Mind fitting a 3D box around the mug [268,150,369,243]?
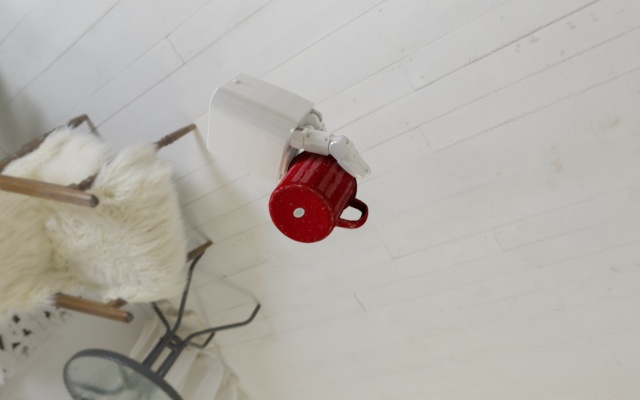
[{"bbox_3d":[0.001,0.003,0.565,0.117,0.093,0.081,24,35,5],"label":"mug"}]
